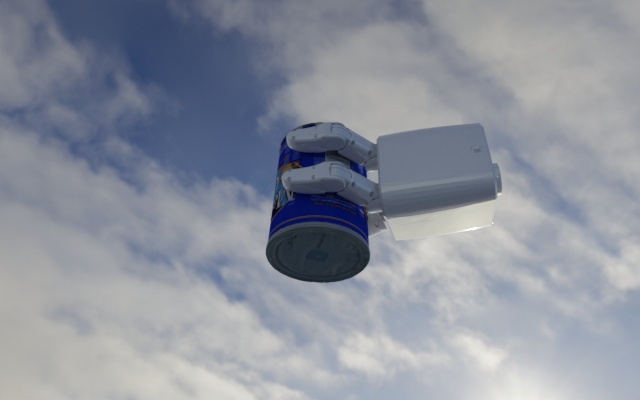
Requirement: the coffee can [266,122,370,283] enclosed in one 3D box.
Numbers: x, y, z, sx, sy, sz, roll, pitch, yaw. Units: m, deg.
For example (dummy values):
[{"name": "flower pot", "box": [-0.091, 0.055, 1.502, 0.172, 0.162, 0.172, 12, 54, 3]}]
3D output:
[{"name": "coffee can", "box": [0.000, 0.002, 0.510, 0.103, 0.140, 0.103, 2, -38, 1]}]
